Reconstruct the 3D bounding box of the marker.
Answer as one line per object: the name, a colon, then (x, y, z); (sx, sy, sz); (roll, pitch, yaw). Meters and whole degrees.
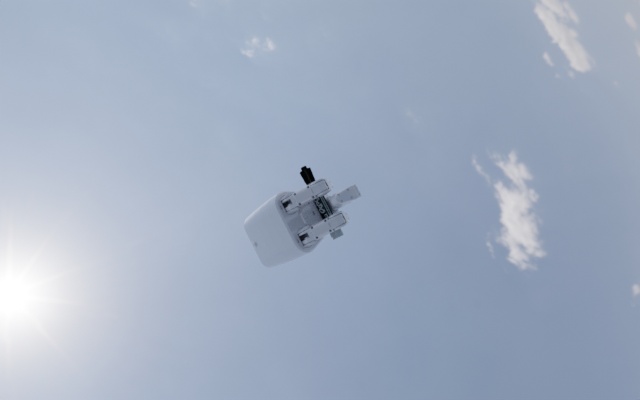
marker: (0.000, 0.002, 0.729); (0.020, 0.121, 0.020); (-26, -4, -2)
